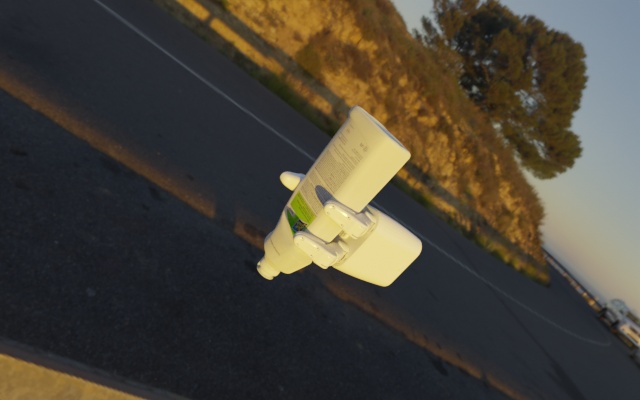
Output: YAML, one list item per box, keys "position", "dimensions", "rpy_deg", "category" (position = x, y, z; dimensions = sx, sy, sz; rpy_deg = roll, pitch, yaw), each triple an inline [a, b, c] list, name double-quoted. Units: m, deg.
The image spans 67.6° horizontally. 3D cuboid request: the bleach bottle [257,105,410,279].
- position: [0.000, 0.002, 0.630]
  dimensions: [0.068, 0.251, 0.102]
  rpy_deg: [28, 20, -40]
  category: "bleach bottle"
